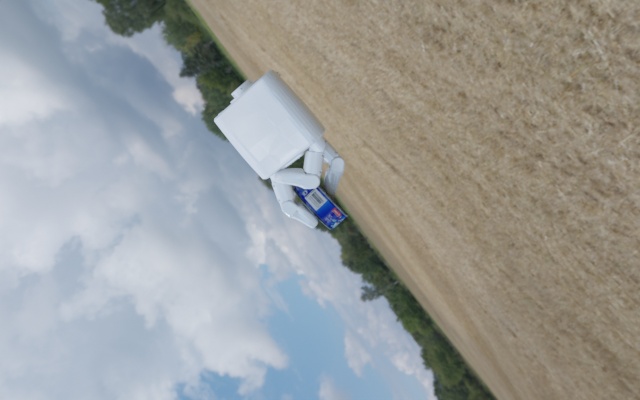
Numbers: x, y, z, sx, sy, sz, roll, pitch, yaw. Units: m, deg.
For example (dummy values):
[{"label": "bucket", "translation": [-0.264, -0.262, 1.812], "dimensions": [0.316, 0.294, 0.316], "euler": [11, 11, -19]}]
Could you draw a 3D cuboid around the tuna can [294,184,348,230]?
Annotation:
[{"label": "tuna can", "translation": [0.000, 0.003, 0.709], "dimensions": [0.034, 0.086, 0.086], "euler": [-43, -3, 3]}]
